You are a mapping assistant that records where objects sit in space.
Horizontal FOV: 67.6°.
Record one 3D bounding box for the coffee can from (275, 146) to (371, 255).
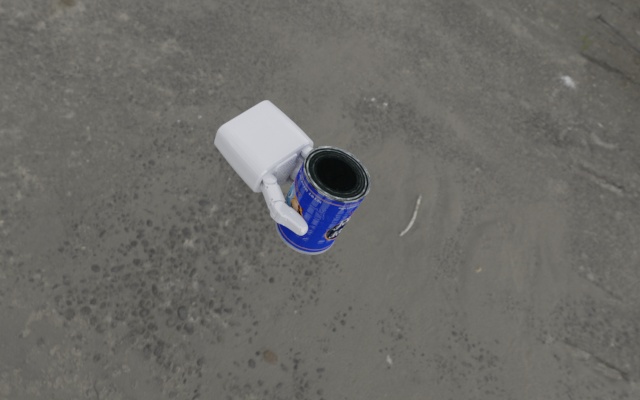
[{"bbox_3d":[0.000,0.003,0.719,0.103,0.102,0.140,0,-36,-26],"label":"coffee can"}]
